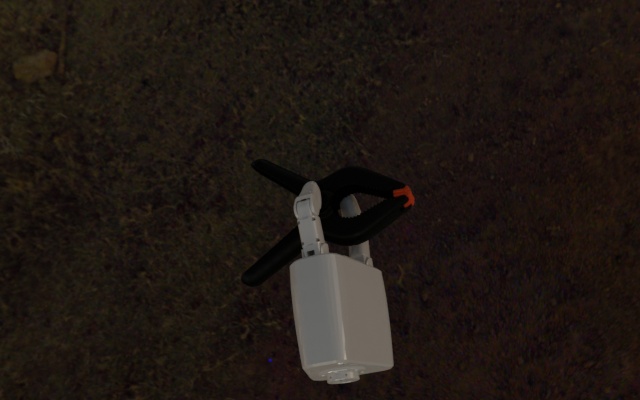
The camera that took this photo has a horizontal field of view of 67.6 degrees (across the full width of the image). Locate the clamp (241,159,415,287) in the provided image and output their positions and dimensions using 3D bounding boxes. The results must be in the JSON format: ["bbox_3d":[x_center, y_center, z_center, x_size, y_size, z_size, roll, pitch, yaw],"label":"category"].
[{"bbox_3d":[0.000,0.002,0.555,0.210,0.164,0.036,-16,-28,16],"label":"clamp"}]
